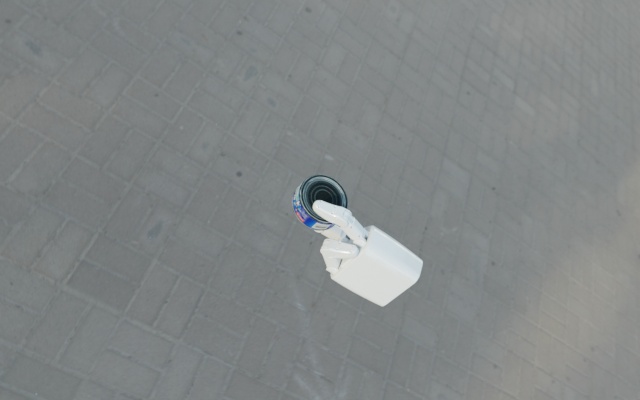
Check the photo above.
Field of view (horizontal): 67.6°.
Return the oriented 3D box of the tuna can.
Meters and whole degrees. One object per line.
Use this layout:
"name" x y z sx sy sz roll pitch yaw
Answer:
"tuna can" 0.000 0.002 0.757 0.086 0.086 0.034 0 -22 -26
